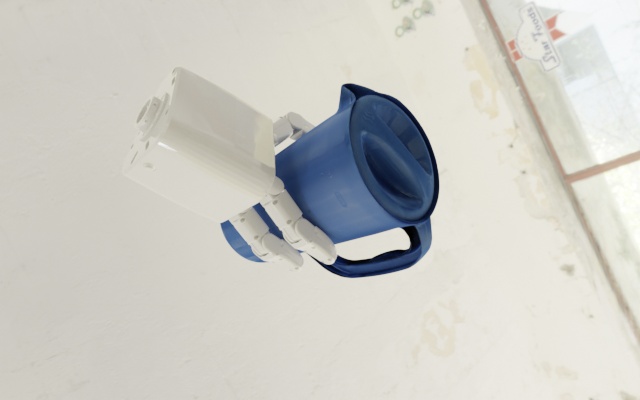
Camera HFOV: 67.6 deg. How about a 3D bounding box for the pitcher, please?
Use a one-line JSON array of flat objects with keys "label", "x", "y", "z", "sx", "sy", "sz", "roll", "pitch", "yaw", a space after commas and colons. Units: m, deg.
[{"label": "pitcher", "x": 0.000, "y": 0.002, "z": 0.522, "sx": 0.145, "sy": 0.149, "sz": 0.243, "roll": 28, "pitch": -36, "yaw": -33}]
